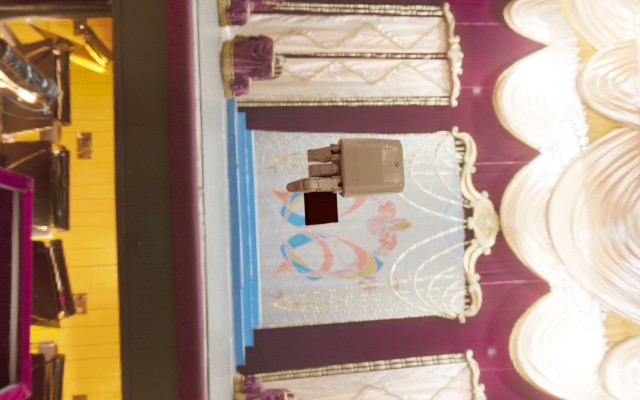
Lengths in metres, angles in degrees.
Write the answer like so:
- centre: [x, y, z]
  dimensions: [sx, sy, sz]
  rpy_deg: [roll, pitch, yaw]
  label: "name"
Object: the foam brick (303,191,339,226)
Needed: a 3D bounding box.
- centre: [0.000, 0.003, 0.816]
  dimensions: [0.051, 0.078, 0.053]
  rpy_deg: [-2, -3, -10]
  label: "foam brick"
